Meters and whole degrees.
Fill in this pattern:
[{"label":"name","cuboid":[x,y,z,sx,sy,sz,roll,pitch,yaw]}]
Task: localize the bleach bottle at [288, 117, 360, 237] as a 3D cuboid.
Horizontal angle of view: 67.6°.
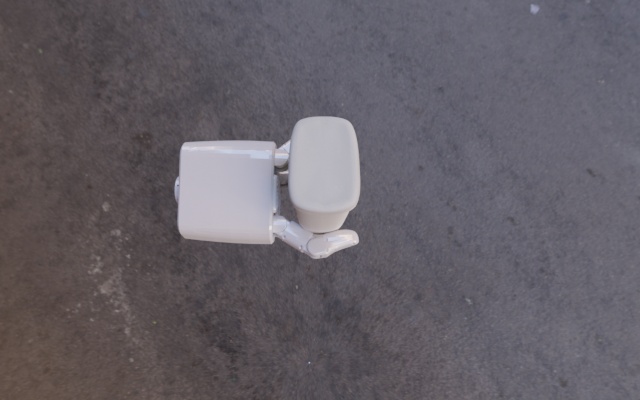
[{"label":"bleach bottle","cuboid":[0.000,0.002,0.563,0.068,0.102,0.251,0,-19,-2]}]
